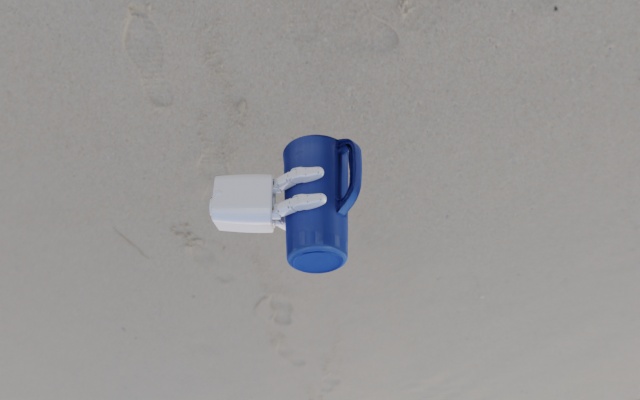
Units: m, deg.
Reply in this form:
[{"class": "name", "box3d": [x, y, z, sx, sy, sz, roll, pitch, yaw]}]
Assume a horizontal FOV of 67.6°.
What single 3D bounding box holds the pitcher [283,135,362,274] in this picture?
[{"class": "pitcher", "box3d": [0.000, 0.003, 0.889, 0.145, 0.242, 0.149, 1, -32, -4]}]
